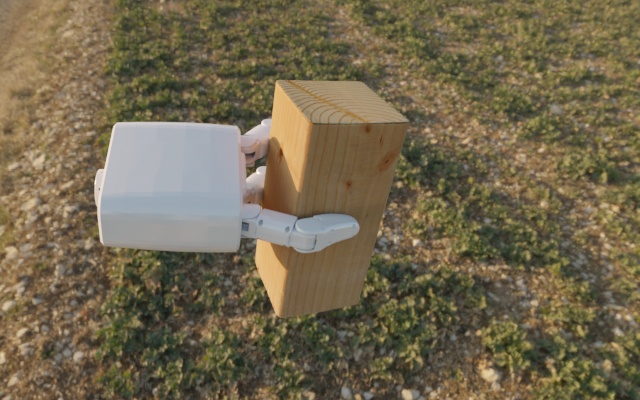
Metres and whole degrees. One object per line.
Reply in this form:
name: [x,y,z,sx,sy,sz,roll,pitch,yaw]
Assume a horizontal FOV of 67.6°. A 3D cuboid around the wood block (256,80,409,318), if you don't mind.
wood block: [0.000,0.002,0.454,0.090,0.206,0.090,-5,36,-23]
